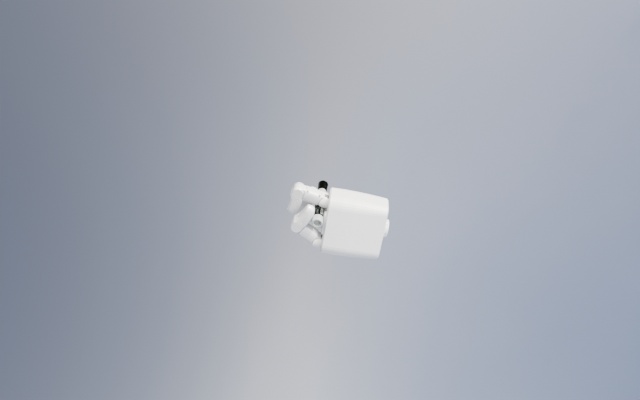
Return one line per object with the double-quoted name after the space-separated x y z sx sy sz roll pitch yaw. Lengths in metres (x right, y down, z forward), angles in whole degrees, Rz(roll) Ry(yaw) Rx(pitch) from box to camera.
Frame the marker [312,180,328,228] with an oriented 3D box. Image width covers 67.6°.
0.000 0.003 0.859 0.020 0.020 0.121 0 37 7 "marker"
